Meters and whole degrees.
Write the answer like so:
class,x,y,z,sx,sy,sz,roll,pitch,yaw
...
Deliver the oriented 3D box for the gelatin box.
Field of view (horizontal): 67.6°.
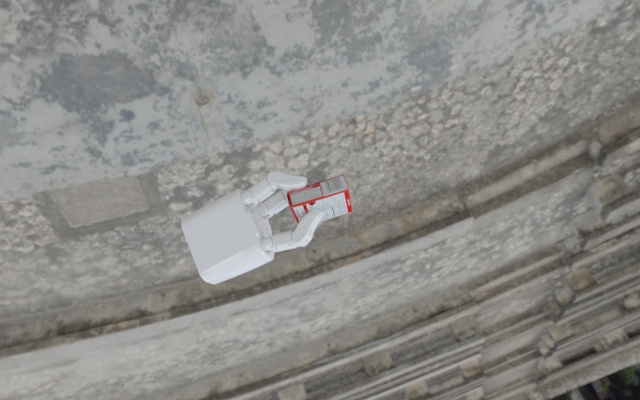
class,x,y,z,sx,sy,sz,roll,pitch,yaw
gelatin box,0.001,0.003,0.715,0.089,0.030,0.073,-17,-29,0
